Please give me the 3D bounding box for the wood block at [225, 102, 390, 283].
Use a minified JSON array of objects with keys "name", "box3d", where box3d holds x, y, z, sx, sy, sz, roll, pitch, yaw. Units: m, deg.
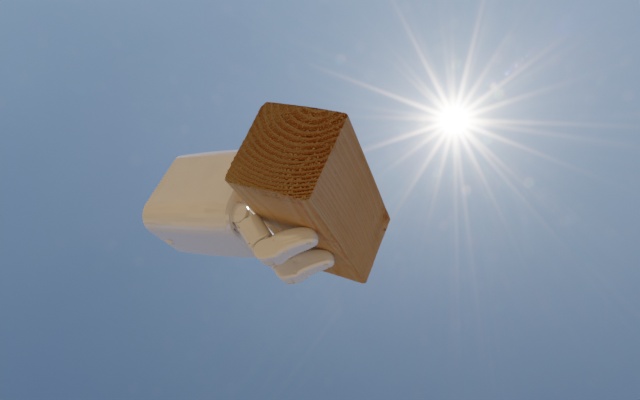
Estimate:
[{"name":"wood block","box3d":[0.000,0.001,0.497,0.090,0.090,0.206,13,-22,25]}]
